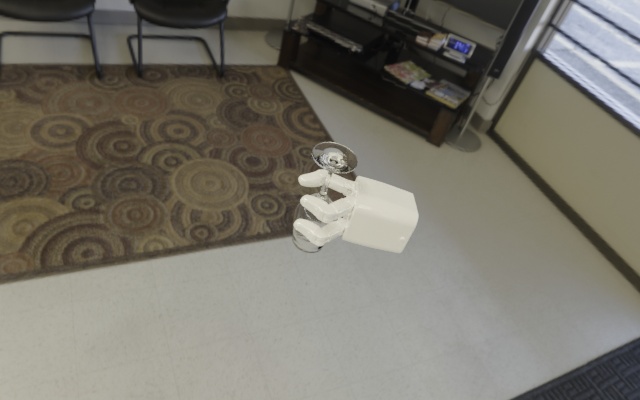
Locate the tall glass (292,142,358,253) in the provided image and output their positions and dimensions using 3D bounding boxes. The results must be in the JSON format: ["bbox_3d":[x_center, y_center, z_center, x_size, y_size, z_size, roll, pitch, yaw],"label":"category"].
[{"bbox_3d":[0.000,0.002,0.809,0.079,0.201,0.079,10,43,-9],"label":"tall glass"}]
